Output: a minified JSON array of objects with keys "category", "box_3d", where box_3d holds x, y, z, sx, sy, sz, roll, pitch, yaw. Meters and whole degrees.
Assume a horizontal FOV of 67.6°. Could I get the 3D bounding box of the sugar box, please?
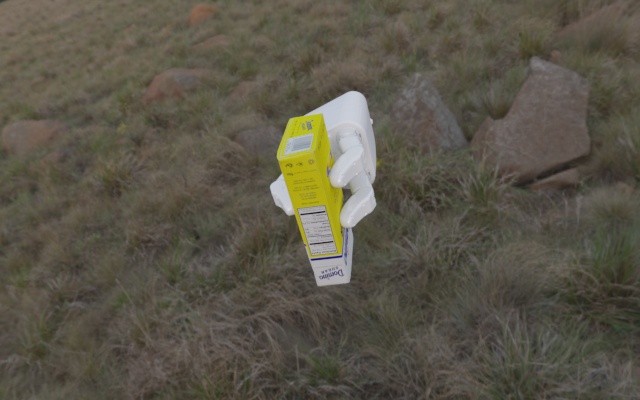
[{"category":"sugar box","box_3d":[0.001,0.002,0.542,0.048,0.176,0.093,-10,33,14]}]
